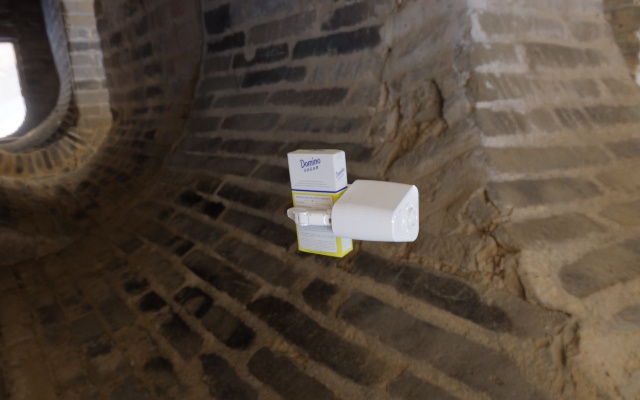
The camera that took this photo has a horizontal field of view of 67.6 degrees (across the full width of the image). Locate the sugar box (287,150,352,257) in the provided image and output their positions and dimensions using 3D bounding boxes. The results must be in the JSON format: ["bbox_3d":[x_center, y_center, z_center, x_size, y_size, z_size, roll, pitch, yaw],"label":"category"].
[{"bbox_3d":[0.001,0.003,0.812,0.093,0.176,0.048,5,16,32],"label":"sugar box"}]
